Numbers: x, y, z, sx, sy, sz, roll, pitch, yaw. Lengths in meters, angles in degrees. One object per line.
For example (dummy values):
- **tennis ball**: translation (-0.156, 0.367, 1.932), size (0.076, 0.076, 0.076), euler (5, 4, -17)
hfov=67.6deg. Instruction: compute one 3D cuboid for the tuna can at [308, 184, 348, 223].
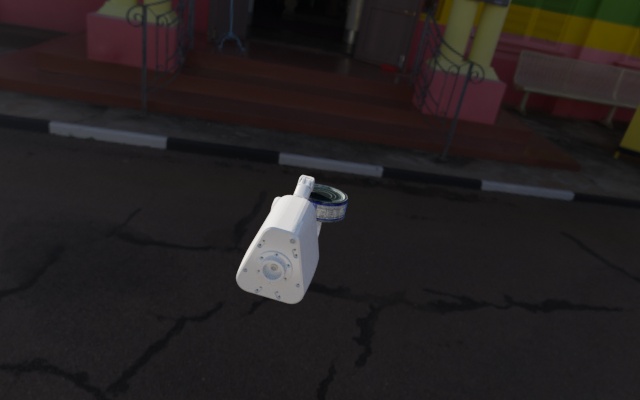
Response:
- **tuna can**: translation (0.000, 0.002, 0.766), size (0.086, 0.034, 0.086), euler (10, 20, -4)
